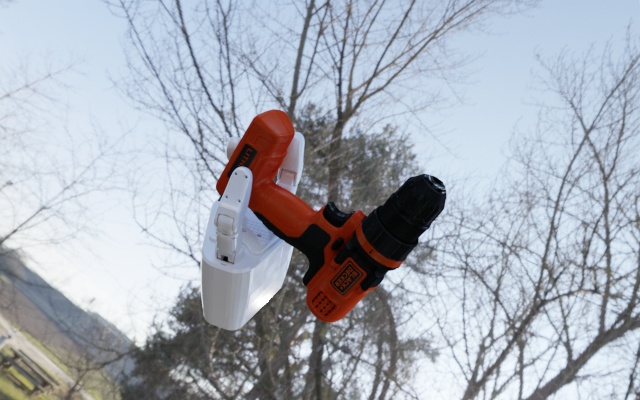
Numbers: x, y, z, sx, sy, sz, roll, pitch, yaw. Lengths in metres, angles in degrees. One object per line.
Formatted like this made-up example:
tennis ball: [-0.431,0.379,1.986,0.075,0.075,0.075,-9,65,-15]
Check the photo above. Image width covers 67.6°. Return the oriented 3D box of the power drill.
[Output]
power drill: [0.000,0.001,0.449,0.187,0.184,0.057,44,29,13]
